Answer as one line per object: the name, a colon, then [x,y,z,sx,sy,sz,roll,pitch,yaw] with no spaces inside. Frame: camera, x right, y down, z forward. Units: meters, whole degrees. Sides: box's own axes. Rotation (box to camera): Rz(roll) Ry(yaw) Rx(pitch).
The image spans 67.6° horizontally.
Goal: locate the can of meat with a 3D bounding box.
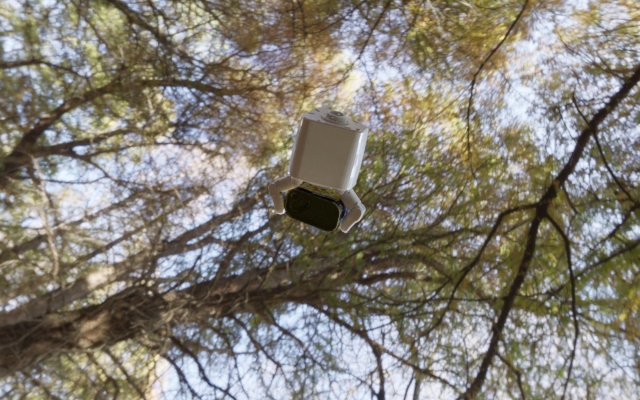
can of meat: [0.000,0.003,0.852,0.102,0.057,0.084,20,27,16]
